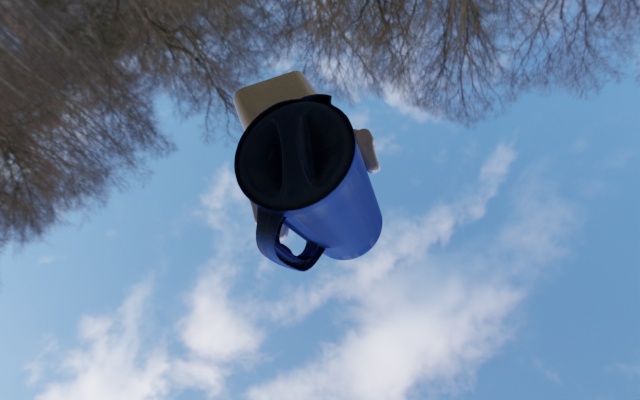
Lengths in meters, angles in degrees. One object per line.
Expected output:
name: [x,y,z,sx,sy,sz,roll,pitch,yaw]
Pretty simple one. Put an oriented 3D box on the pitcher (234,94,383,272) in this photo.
pitcher: [0.000,0.002,0.589,0.149,0.145,0.243,-30,-29,4]
